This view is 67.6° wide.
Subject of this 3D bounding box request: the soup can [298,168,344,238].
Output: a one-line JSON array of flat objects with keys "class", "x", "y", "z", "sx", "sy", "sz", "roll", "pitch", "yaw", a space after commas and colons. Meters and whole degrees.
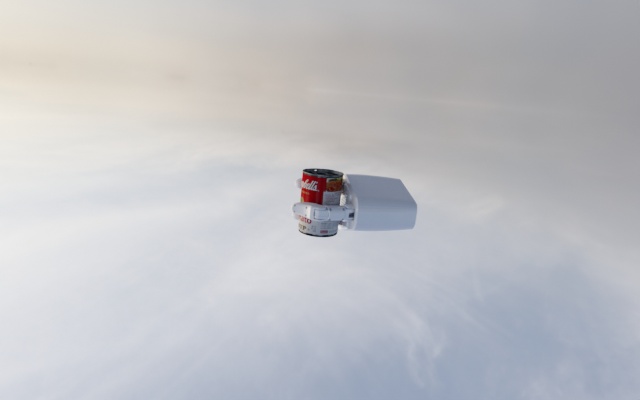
[{"class": "soup can", "x": 0.000, "y": 0.003, "z": 0.785, "sx": 0.068, "sy": 0.102, "sz": 0.068, "roll": 5, "pitch": 13, "yaw": -1}]
